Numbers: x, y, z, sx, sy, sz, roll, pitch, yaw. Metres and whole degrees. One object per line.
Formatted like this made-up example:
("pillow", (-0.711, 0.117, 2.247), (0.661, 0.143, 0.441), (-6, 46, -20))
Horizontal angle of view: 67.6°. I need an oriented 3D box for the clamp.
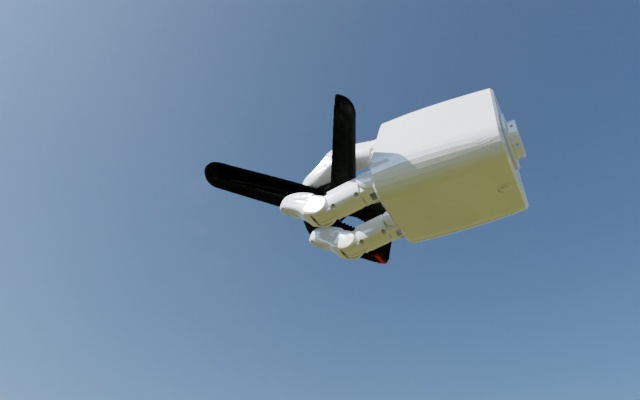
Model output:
("clamp", (0.001, 0.001, 0.475), (0.164, 0.036, 0.210), (-16, -46, 26))
